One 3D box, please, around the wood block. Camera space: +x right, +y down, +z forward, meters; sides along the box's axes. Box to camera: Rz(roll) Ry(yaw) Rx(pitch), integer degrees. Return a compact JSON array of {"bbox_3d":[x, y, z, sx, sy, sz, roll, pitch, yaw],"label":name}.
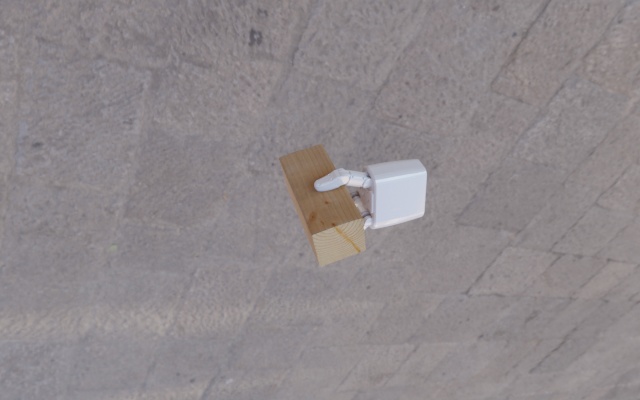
[{"bbox_3d":[0.001,0.003,0.864,0.090,0.091,0.206,-19,47,-8],"label":"wood block"}]
